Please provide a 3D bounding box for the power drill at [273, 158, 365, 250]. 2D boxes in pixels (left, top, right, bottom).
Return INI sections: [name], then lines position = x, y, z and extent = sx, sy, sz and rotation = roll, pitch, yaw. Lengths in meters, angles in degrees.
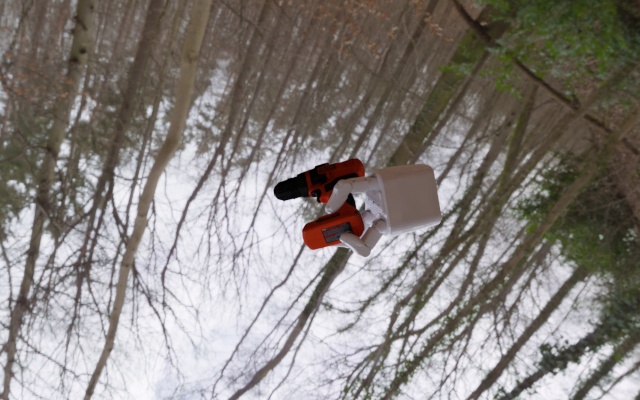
[power drill]
position = 0.000, 0.003, 0.875
extent = 0.184, 0.057, 0.187
rotation = -18, 39, 9
